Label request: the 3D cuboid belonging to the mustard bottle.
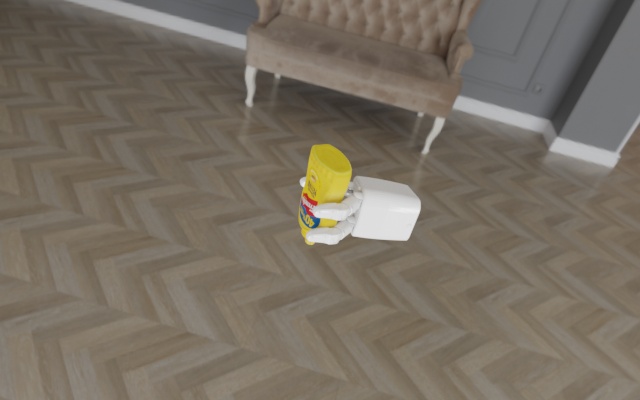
[{"bbox_3d":[0.000,0.003,0.849,0.058,0.192,0.096,-8,41,-28],"label":"mustard bottle"}]
